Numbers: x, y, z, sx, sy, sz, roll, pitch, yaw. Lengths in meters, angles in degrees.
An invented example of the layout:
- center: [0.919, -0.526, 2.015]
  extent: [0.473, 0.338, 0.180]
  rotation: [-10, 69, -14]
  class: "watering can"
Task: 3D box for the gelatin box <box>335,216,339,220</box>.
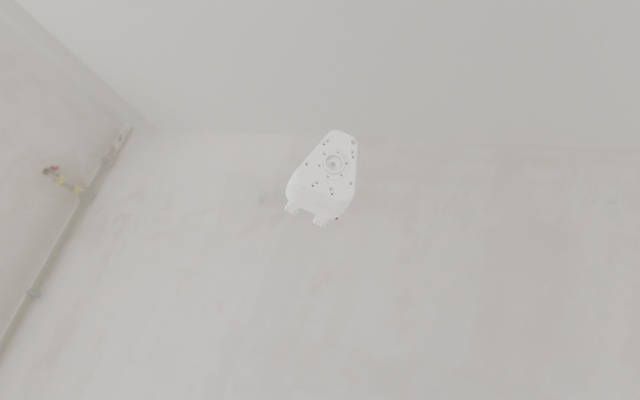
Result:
- center: [0.000, 0.003, 0.883]
  extent: [0.073, 0.030, 0.089]
  rotation: [19, -13, 9]
  class: "gelatin box"
